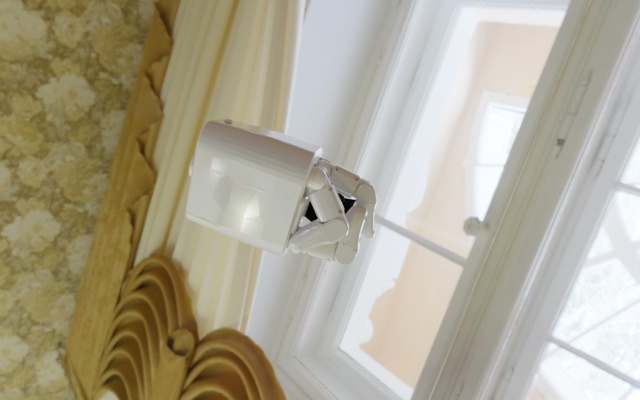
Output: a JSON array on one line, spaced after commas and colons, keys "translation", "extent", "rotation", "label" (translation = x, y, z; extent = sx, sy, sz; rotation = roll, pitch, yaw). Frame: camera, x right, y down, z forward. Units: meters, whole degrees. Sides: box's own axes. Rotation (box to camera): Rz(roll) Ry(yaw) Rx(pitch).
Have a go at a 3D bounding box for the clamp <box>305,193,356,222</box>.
[{"translation": [0.000, 0.002, 0.561], "extent": [0.120, 0.039, 0.171], "rotation": [19, 7, 1], "label": "clamp"}]
